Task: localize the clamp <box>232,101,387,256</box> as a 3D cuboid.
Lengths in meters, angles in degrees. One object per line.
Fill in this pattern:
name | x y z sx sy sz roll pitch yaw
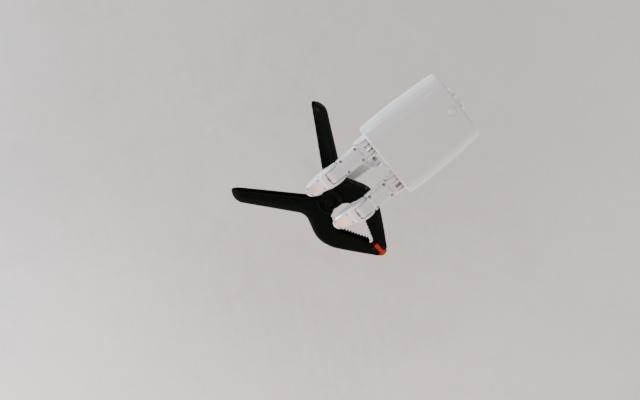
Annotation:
clamp | 0.001 0.002 0.621 0.164 0.210 0.036 -38 10 12
